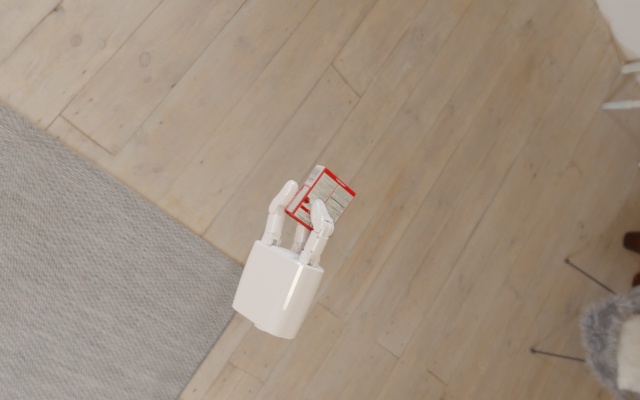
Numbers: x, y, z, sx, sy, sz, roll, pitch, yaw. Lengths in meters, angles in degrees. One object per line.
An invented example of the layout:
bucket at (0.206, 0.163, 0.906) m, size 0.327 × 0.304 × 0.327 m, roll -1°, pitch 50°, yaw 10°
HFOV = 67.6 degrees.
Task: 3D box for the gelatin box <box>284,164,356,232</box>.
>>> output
gelatin box at (0.001, 0.002, 0.715) m, size 0.073 × 0.089 × 0.030 m, roll 38°, pitch -5°, yaw -32°
